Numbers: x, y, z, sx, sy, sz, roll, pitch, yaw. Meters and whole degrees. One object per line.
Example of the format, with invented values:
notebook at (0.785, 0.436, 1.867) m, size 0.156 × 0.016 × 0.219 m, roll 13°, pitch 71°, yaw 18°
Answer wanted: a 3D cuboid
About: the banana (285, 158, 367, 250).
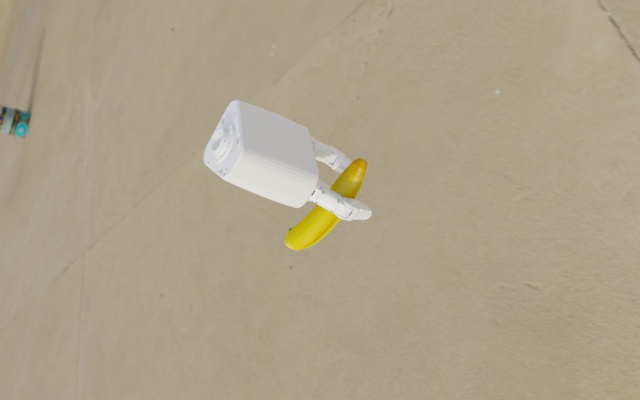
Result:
banana at (-0.001, 0.019, 0.659) m, size 0.037 × 0.069 × 0.198 m, roll 21°, pitch -43°, yaw -27°
